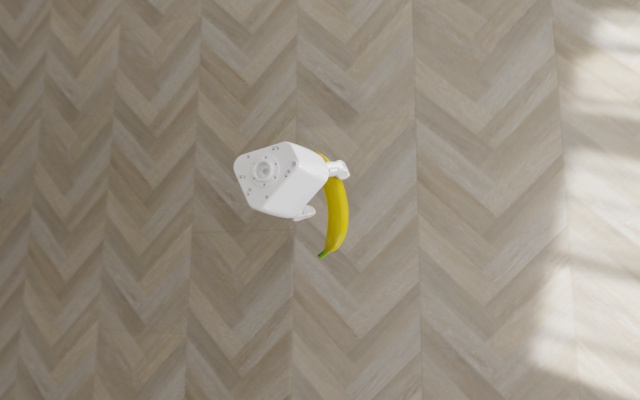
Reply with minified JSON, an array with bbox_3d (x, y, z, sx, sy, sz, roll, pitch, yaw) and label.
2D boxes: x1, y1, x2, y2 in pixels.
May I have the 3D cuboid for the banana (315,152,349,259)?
[{"bbox_3d":[0.017,0.004,0.859,0.069,0.198,0.037,-6,-8,26],"label":"banana"}]
